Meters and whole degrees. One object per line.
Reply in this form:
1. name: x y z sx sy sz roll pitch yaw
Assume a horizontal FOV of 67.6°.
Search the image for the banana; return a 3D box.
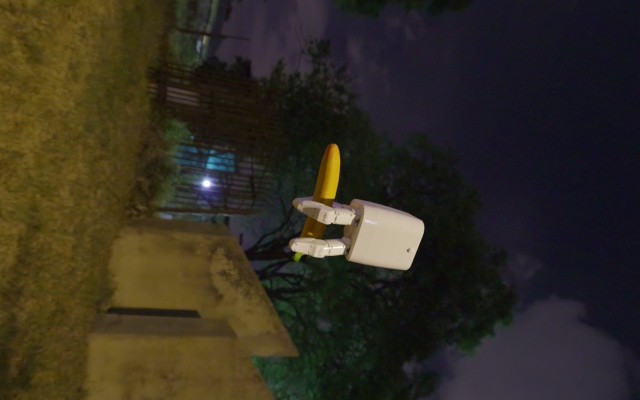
1. banana: 0.001 0.005 0.787 0.037 0.198 0.069 17 3 5
